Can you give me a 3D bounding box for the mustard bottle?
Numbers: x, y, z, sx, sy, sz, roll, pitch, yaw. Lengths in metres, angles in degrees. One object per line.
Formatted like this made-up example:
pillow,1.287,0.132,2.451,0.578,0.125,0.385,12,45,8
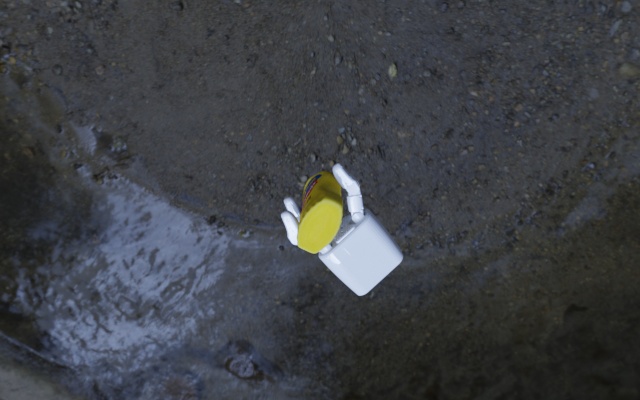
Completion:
mustard bottle,0.000,0.003,0.798,0.058,0.096,0.191,24,22,-9
